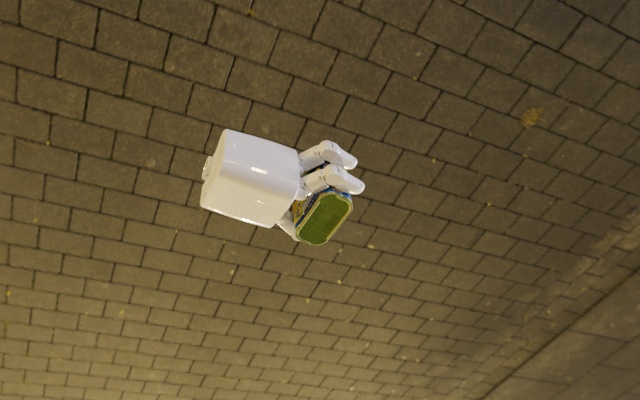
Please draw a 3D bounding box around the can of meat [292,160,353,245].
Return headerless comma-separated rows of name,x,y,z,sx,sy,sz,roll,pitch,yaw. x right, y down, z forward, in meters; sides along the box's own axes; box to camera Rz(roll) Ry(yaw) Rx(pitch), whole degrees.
can of meat,0.000,0.003,0.686,0.057,0.102,0.083,21,34,-23
